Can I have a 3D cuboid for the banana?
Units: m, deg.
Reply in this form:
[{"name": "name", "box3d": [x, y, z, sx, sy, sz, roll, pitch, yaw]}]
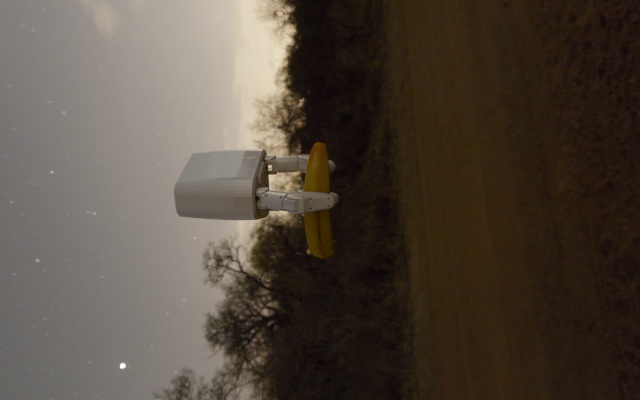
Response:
[{"name": "banana", "box3d": [-0.002, 0.017, 0.652, 0.037, 0.198, 0.069, 1, 43, 8]}]
